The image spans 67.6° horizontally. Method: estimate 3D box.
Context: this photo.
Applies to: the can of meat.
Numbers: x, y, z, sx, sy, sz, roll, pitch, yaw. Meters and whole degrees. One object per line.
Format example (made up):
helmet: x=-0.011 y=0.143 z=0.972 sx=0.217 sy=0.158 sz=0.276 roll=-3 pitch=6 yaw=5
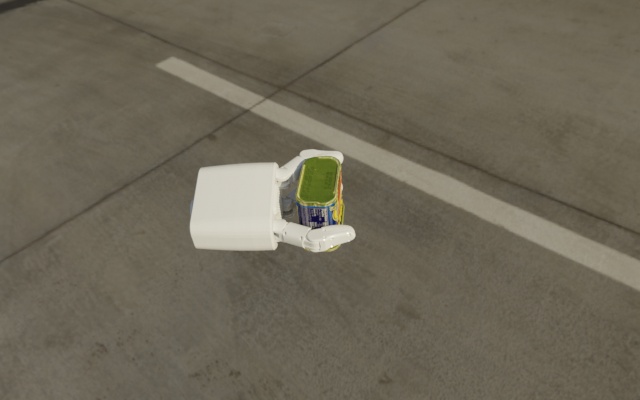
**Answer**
can of meat: x=0.000 y=0.002 z=0.633 sx=0.057 sy=0.084 sz=0.102 roll=1 pitch=42 yaw=7
